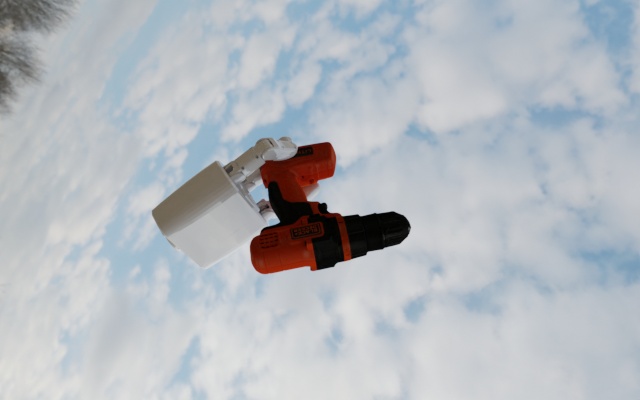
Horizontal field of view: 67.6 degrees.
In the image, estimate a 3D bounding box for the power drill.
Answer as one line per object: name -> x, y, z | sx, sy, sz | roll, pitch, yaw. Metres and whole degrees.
power drill -> 0.000, 0.002, 0.591 | 0.184, 0.057, 0.187 | -10, 40, -4
